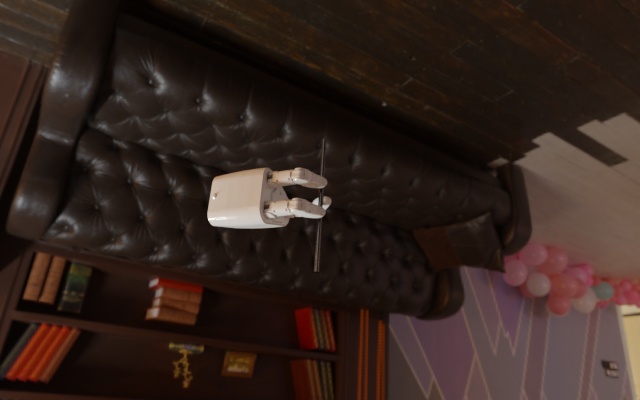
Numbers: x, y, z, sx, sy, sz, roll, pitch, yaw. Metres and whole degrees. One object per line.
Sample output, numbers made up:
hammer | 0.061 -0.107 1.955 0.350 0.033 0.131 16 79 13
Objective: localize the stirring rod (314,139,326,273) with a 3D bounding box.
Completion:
stirring rod | 0.000 0.003 0.799 0.011 0.239 0.011 3 -23 1
